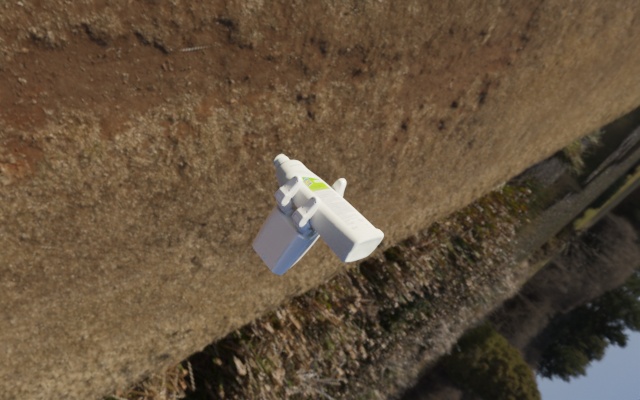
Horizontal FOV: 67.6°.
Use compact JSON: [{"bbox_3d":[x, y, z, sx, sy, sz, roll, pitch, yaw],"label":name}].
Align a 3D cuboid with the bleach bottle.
[{"bbox_3d":[0.000,0.003,0.899,0.250,0.068,0.102,48,28,24],"label":"bleach bottle"}]
